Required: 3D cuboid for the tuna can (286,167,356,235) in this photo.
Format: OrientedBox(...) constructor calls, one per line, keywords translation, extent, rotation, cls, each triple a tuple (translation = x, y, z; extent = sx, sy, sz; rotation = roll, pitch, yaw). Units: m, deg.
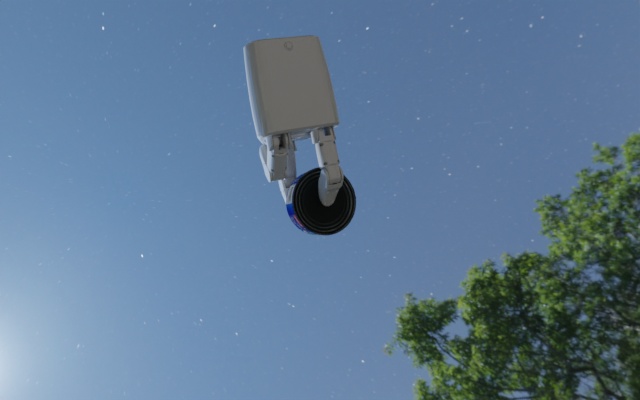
OrientedBox(translation=(0.000, 0.002, 0.610), extent=(0.086, 0.086, 0.034), rotation=(0, -5, -22), cls="tuna can")
